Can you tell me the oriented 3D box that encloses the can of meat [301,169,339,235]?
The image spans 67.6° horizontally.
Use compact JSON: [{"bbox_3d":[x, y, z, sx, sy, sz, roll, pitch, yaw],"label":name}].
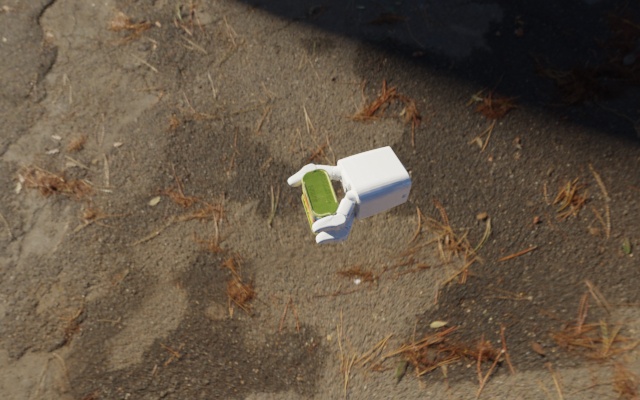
[{"bbox_3d":[0.000,0.003,0.886,0.057,0.102,0.084,-15,-25,-6],"label":"can of meat"}]
